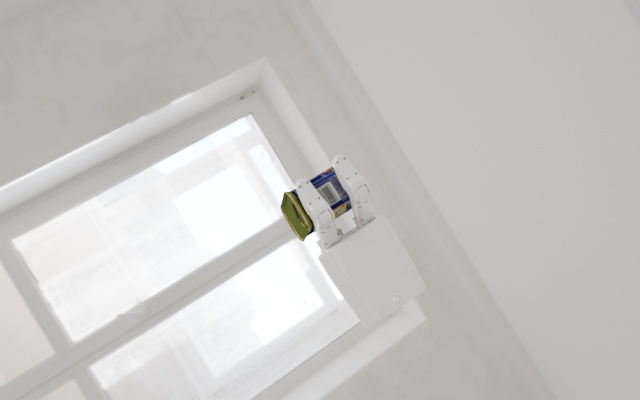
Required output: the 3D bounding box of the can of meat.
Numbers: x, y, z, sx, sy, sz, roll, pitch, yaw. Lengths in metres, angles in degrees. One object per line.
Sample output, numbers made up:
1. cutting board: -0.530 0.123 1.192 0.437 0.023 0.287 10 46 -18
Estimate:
1. can of meat: 0.000 0.002 0.615 0.084 0.057 0.102 -31 -9 -15
